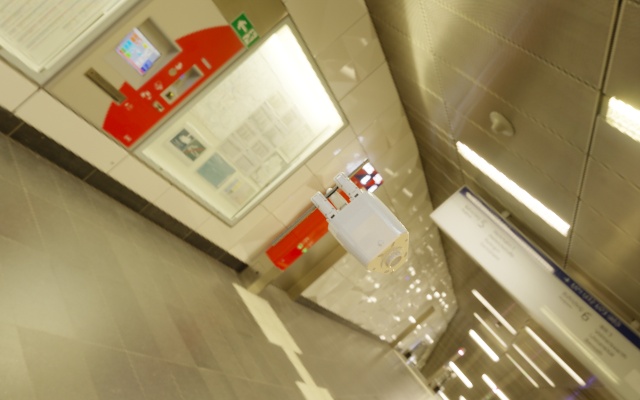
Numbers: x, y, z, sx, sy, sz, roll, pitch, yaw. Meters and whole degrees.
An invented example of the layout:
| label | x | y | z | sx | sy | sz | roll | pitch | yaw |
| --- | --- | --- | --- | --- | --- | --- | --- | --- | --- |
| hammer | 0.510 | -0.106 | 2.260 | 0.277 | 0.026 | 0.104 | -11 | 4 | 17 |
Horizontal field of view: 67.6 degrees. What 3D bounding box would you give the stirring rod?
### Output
| label | x | y | z | sx | sy | sz | roll | pitch | yaw |
| --- | --- | --- | --- | --- | --- | --- | --- | --- | --- |
| stirring rod | 0.000 | 0.003 | 0.895 | 0.239 | 0.011 | 0.011 | -41 | 1 | -1 |
